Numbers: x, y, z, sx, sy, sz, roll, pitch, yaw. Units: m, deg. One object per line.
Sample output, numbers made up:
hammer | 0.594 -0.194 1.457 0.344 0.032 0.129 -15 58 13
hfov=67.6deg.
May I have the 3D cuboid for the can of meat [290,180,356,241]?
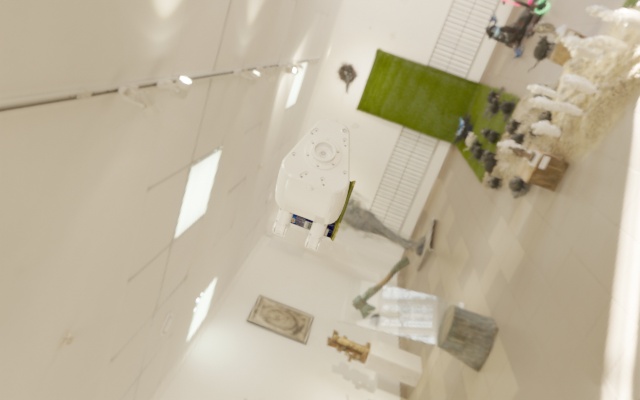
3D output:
can of meat | 0.000 0.002 0.767 0.084 0.102 0.057 20 -23 1
